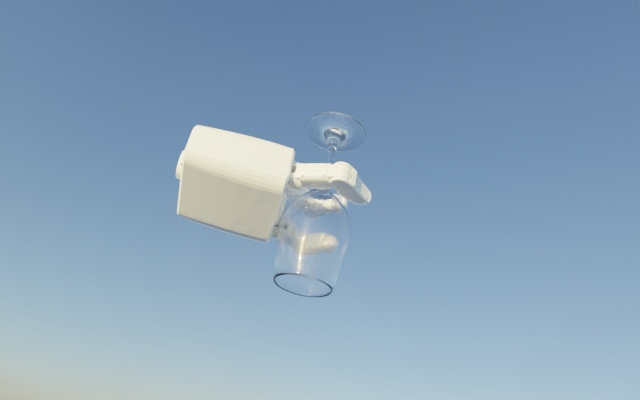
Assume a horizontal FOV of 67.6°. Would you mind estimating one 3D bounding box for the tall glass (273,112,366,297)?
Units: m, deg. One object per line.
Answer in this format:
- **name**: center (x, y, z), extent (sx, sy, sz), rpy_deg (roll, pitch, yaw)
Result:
- **tall glass**: center (0.000, 0.001, 0.530), extent (0.079, 0.201, 0.079), rpy_deg (9, -30, 5)
